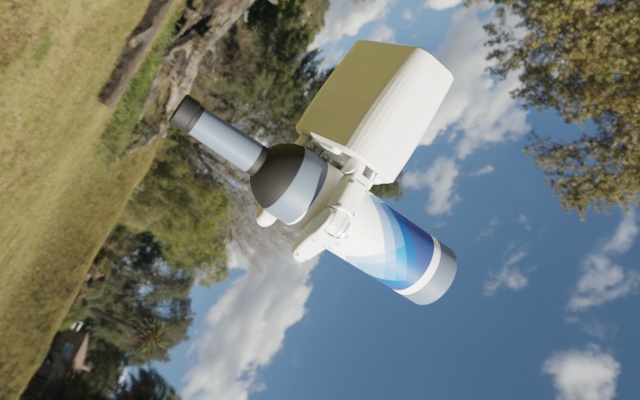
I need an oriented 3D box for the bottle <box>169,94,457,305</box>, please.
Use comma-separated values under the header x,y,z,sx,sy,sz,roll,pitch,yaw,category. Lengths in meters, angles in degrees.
x,y,z,sx,sy,sz,roll,pitch,yaw,category
0.000,0.002,0.435,0.296,0.069,0.069,33,-14,-22,bottle
